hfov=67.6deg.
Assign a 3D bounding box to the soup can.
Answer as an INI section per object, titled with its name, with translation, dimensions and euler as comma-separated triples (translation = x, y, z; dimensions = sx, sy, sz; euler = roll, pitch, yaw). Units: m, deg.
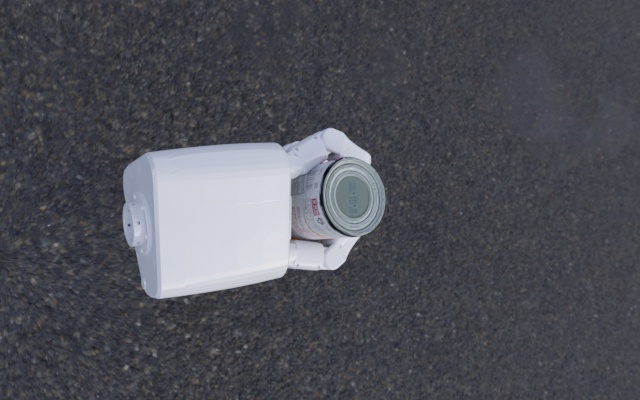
[soup can]
translation = 0.001, 0.001, 0.429
dimensions = 0.068, 0.068, 0.102
euler = 0, -6, -34
